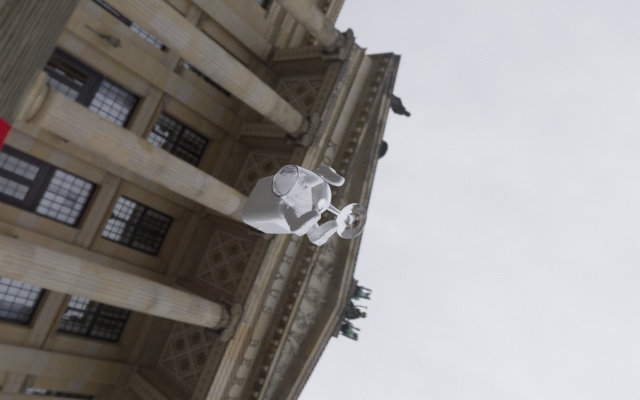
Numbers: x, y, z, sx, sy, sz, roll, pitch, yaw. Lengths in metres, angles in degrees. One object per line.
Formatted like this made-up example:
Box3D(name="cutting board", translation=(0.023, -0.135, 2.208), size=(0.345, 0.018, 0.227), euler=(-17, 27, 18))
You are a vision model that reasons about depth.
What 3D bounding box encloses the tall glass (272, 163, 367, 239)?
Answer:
Box3D(name="tall glass", translation=(0.001, 0.003, 0.878), size=(0.079, 0.079, 0.201), euler=(0, -23, 41))
